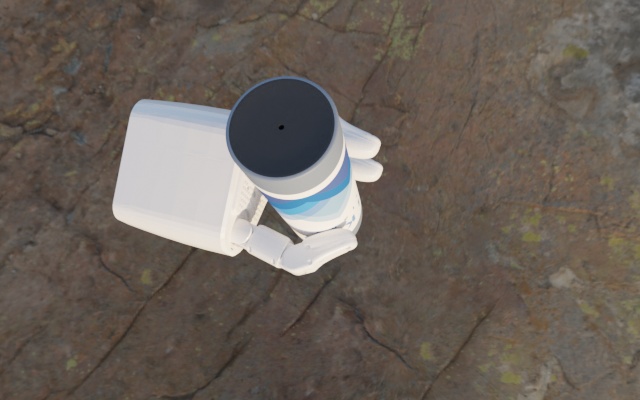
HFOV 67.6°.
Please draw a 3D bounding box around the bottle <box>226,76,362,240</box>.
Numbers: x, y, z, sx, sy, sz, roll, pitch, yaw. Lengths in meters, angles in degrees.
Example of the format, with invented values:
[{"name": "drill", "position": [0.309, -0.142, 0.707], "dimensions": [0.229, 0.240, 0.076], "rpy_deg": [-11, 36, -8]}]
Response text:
[{"name": "bottle", "position": [0.000, 0.001, 0.410], "dimensions": [0.069, 0.069, 0.296], "rpy_deg": [0, -17, 9]}]
